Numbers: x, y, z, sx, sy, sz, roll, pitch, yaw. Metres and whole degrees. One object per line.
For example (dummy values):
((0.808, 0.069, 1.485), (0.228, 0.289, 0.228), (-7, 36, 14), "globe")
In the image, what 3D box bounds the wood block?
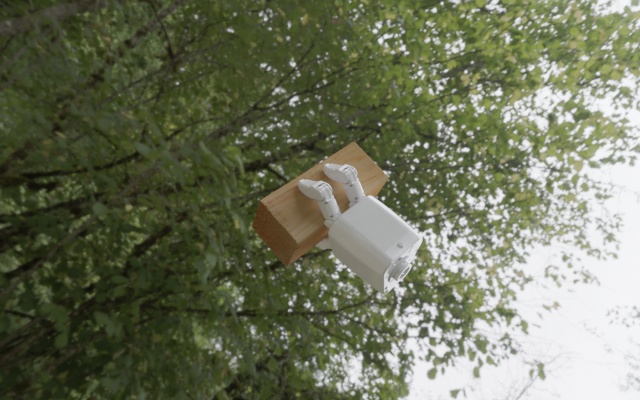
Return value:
((0.000, 0.003, 0.779), (0.206, 0.090, 0.091), (-34, -16, -31), "wood block")
